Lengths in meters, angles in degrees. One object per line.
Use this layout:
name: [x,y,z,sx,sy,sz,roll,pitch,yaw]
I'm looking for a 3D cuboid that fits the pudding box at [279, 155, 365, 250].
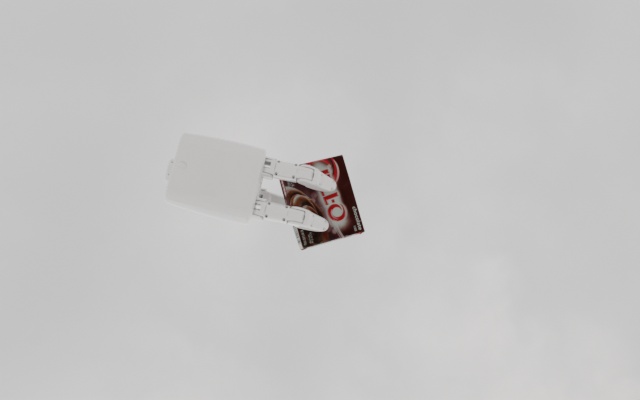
pudding box: [0.000,0.002,0.649,0.090,0.113,0.039,-15,-4,-14]
